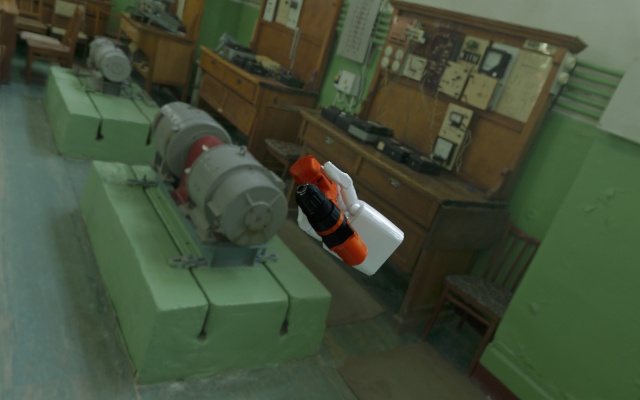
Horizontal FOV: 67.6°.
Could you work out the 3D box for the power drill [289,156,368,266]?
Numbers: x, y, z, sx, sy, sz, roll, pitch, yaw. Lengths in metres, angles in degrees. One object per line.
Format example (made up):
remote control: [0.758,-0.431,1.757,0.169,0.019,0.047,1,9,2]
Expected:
power drill: [0.000,0.003,0.800,0.057,0.184,0.187,-31,37,7]
